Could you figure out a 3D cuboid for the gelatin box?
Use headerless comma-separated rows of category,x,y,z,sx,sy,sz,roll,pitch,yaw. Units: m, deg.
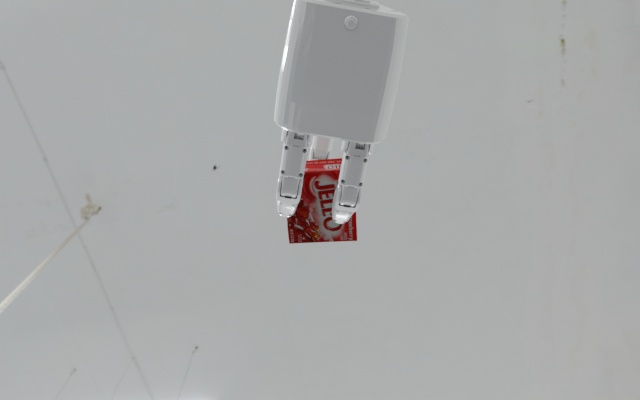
gelatin box,0.000,0.002,0.493,0.073,0.089,0.030,-3,33,2
